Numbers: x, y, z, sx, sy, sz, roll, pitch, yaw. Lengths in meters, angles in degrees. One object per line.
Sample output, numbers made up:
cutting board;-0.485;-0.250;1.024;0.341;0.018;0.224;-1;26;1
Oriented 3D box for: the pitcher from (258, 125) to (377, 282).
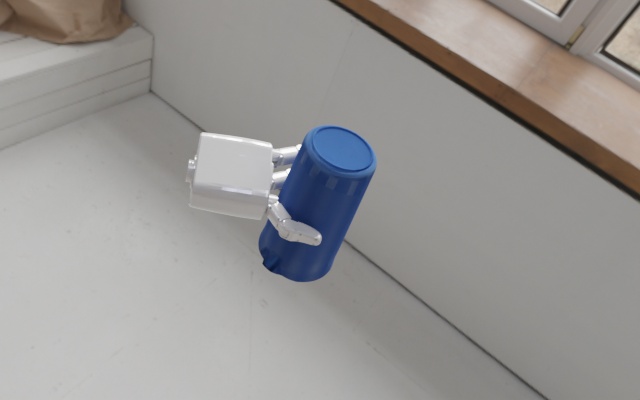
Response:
pitcher;0.000;0.002;0.740;0.145;0.149;0.243;10;-44;-16
